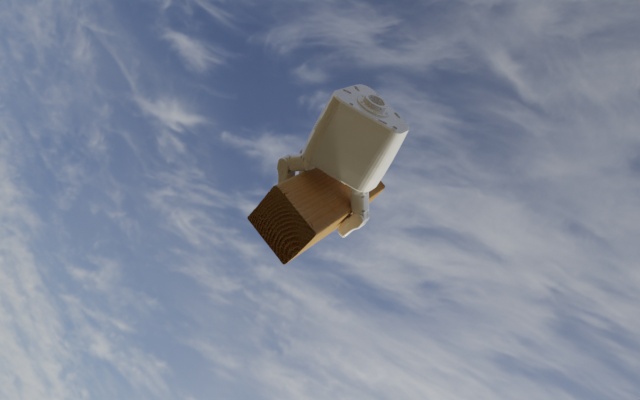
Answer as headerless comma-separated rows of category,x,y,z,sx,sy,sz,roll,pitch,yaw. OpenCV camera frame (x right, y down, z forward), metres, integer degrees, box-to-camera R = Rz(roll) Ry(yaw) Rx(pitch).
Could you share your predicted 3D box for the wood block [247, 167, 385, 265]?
wood block,0.001,0.002,0.738,0.206,0.091,0.090,-30,-12,-50
